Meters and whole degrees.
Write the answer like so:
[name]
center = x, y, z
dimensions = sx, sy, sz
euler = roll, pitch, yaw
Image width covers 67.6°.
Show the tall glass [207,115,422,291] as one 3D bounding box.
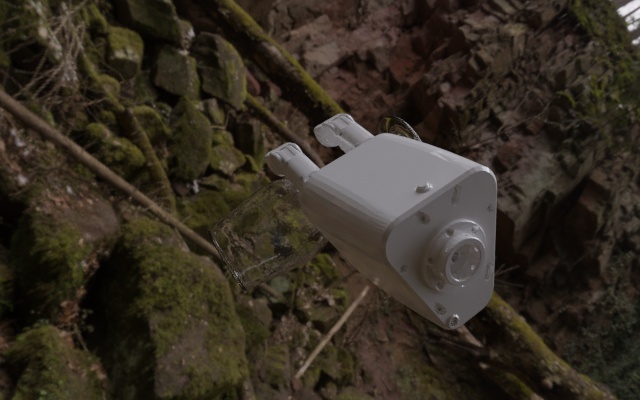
[tall glass]
center = 0.001, 0.001, 0.436
dimensions = 0.201, 0.079, 0.079
euler = -32, 9, -15
